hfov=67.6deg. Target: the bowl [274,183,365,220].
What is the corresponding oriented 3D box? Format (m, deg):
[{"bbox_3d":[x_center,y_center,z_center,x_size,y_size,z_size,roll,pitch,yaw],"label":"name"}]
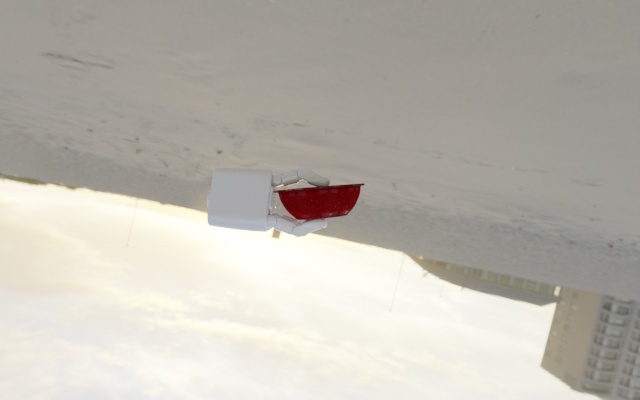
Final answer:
[{"bbox_3d":[0.001,0.003,0.848,0.162,0.055,0.162,-5,1,0],"label":"bowl"}]
